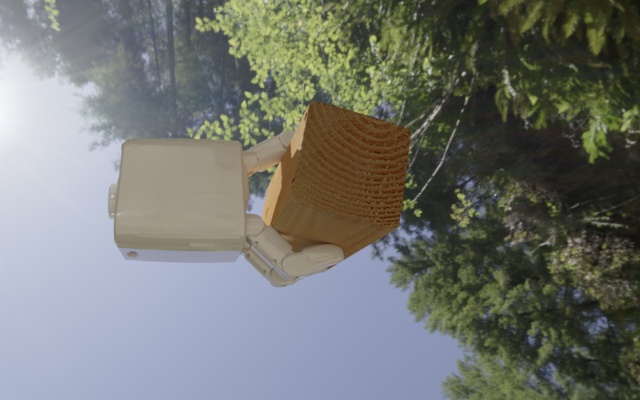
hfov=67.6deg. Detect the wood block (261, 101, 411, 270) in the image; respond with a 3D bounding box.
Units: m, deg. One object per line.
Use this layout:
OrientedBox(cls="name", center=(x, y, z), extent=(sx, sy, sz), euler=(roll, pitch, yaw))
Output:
OrientedBox(cls="wood block", center=(0.000, 0.001, 0.465), extent=(0.090, 0.090, 0.206), euler=(14, -20, -11))
